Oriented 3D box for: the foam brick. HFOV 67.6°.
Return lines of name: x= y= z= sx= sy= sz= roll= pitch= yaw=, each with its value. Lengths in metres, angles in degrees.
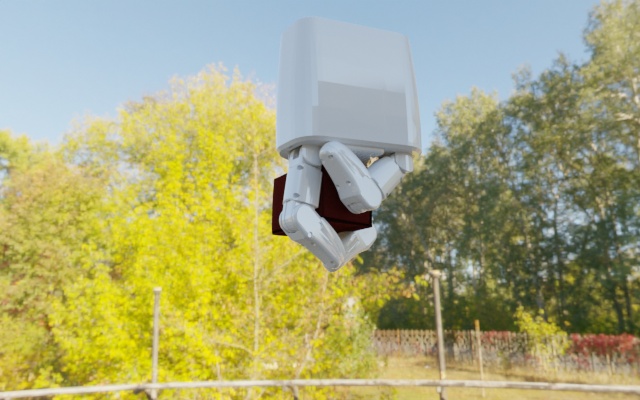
foam brick: x=0.000 y=0.001 z=0.408 sx=0.053 sy=0.051 sz=0.078 roll=8 pitch=-16 yaw=-36
